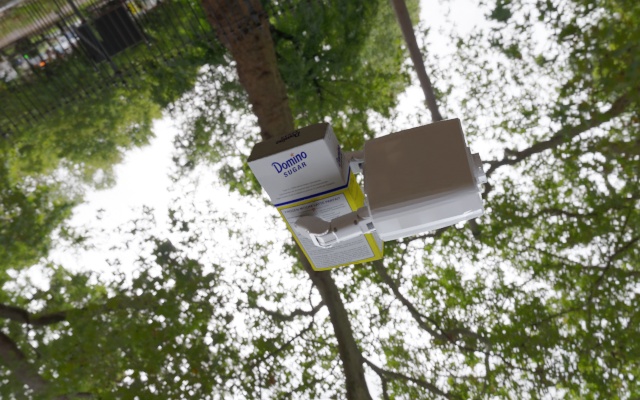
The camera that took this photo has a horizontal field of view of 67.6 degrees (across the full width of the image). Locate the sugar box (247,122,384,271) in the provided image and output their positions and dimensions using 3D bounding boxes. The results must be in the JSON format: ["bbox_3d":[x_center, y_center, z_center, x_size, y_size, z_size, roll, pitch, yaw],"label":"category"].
[{"bbox_3d":[0.000,0.002,0.547,0.093,0.176,0.048,-14,33,20],"label":"sugar box"}]
